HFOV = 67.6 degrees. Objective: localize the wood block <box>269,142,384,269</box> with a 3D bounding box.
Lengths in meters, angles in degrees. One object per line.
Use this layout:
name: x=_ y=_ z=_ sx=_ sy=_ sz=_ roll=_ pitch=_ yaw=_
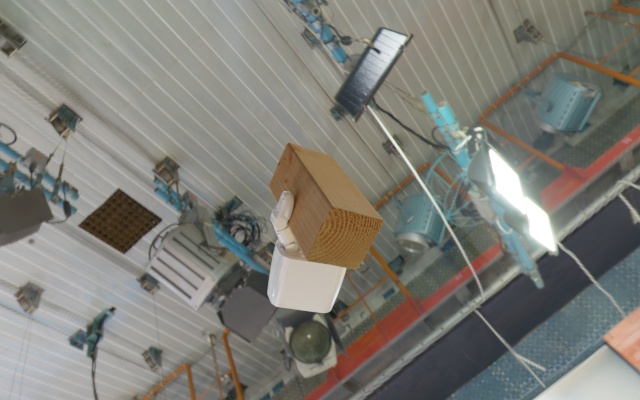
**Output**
wood block: x=0.000 y=0.003 z=0.733 sx=0.091 sy=0.090 sz=0.206 roll=14 pitch=24 yaw=-29
